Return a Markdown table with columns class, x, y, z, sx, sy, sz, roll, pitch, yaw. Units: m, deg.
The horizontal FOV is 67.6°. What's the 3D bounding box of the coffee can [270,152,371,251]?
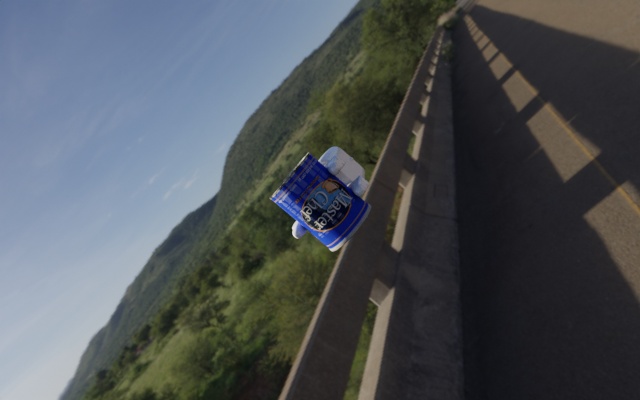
| class | x | y | z | sx | sy | sz | roll | pitch | yaw |
| --- | --- | --- | --- | --- | --- | --- | --- | --- | --- |
| coffee can | 0.000 | 0.003 | 0.807 | 0.140 | 0.103 | 0.103 | 41 | -5 | -6 |
